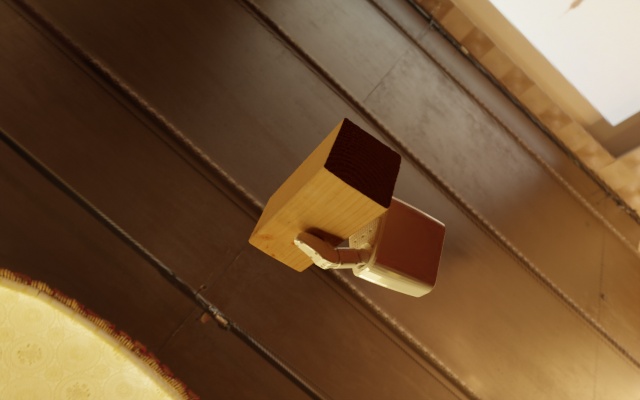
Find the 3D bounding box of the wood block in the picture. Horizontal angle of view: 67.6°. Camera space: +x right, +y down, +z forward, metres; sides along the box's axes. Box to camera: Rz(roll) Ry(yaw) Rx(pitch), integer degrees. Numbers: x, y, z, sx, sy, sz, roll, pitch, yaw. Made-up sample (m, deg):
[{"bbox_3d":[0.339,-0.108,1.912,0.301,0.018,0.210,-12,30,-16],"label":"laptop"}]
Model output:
[{"bbox_3d":[0.000,0.003,0.616,0.090,0.090,0.206,32,-41,-14],"label":"wood block"}]
